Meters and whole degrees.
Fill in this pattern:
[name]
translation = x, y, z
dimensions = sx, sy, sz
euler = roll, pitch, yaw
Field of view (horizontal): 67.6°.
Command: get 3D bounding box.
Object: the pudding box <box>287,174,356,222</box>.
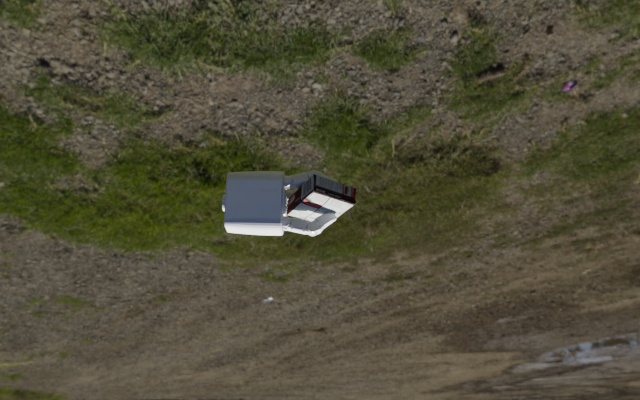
[pudding box]
translation = 0.000, 0.003, 0.885
dimensions = 0.090, 0.039, 0.113
euler = 17, -30, -23
